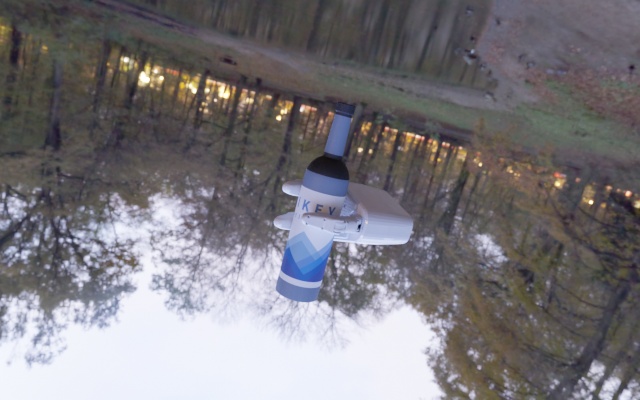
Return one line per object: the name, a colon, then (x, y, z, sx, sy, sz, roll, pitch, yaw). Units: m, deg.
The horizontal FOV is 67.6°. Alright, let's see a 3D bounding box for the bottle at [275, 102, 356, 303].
bottle: (0.000, 0.003, 0.707, 0.069, 0.296, 0.069, 14, 10, -3)
